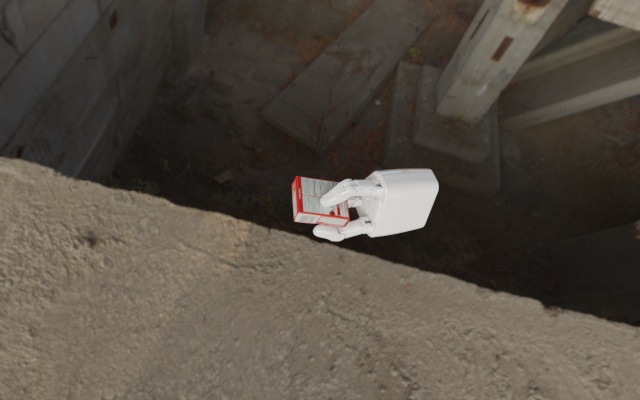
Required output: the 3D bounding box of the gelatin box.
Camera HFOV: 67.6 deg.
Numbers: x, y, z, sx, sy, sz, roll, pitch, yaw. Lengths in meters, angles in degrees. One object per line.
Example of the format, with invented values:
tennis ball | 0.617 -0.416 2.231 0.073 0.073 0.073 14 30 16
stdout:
gelatin box | 0.000 0.002 0.775 0.089 0.073 0.030 8 -37 -19
